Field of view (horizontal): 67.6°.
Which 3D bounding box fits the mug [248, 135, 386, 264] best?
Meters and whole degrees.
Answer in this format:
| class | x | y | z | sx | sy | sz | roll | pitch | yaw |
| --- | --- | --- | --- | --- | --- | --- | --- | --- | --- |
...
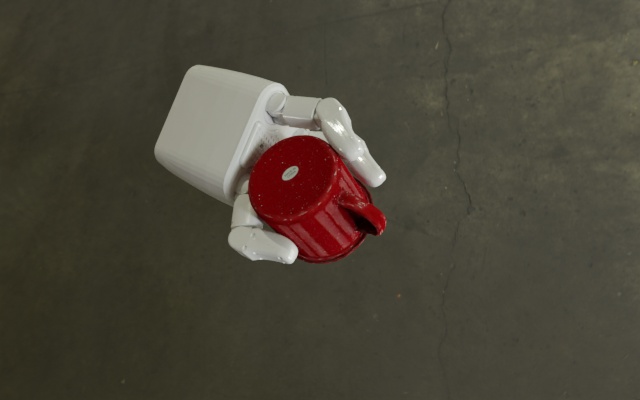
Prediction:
| class | x | y | z | sx | sy | sz | roll | pitch | yaw |
| --- | --- | --- | --- | --- | --- | --- | --- | --- | --- |
| mug | 0.001 | 0.002 | 0.403 | 0.117 | 0.093 | 0.081 | 21 | -16 | 30 |
